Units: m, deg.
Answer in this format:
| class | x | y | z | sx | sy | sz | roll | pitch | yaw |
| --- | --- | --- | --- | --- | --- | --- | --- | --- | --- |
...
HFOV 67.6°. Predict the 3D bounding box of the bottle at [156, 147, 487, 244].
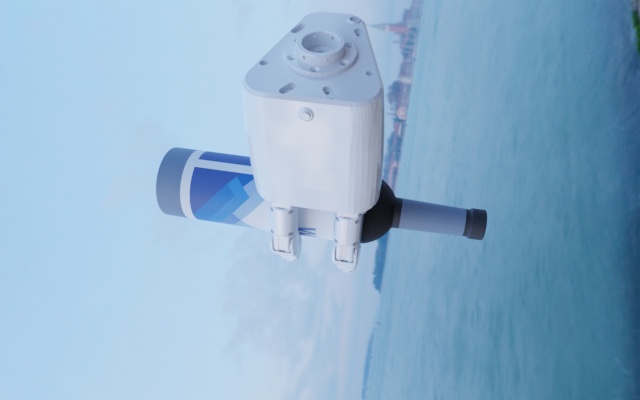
| class | x | y | z | sx | sy | sz | roll | pitch | yaw |
| --- | --- | --- | --- | --- | --- | --- | --- | --- | --- |
| bottle | 0.000 | 0.001 | 0.443 | 0.295 | 0.069 | 0.069 | 8 | 1 | 8 |
